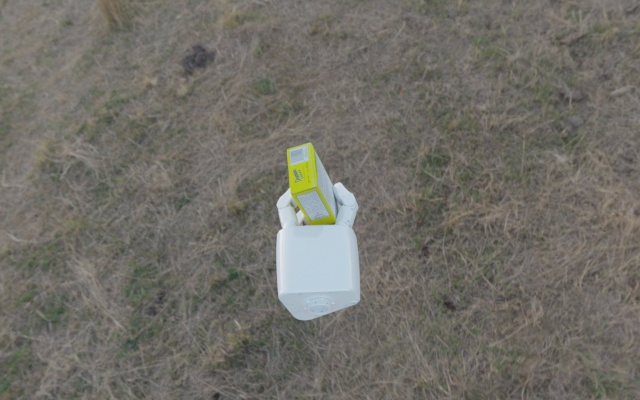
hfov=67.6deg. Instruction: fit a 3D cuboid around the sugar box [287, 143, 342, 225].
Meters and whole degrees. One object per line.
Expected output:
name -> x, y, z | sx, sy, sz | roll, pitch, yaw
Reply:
sugar box -> 0.000, 0.003, 0.748 | 0.048, 0.093, 0.176 | -14, -40, 10
